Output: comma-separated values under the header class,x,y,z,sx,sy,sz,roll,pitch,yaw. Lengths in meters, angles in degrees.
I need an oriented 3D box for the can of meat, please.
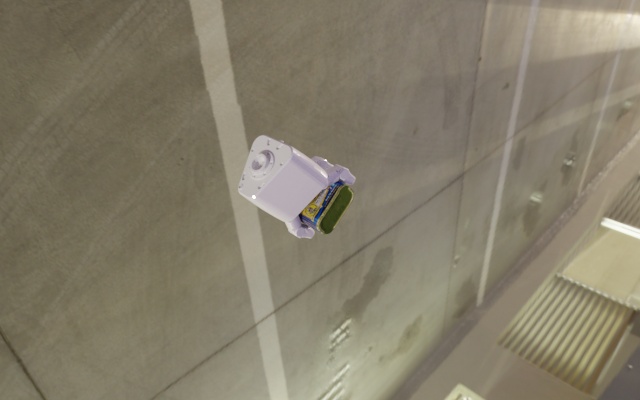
class,x,y,z,sx,sy,sz,roll,pitch,yaw
can of meat,0.000,0.003,0.869,0.084,0.102,0.057,27,-9,38
